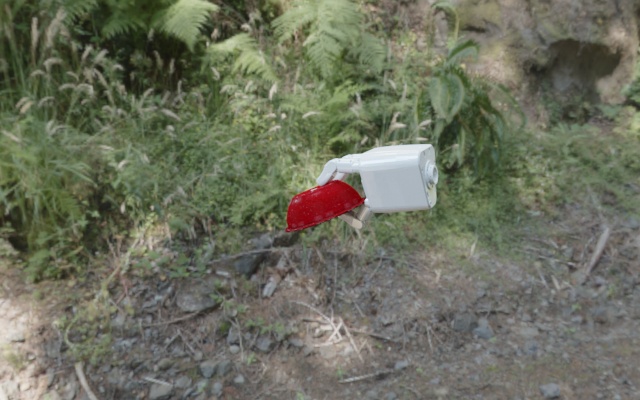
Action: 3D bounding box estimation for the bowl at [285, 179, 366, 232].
[{"bbox_3d":[-0.001,0.003,0.881,0.162,0.055,0.162,-22,5,2],"label":"bowl"}]
